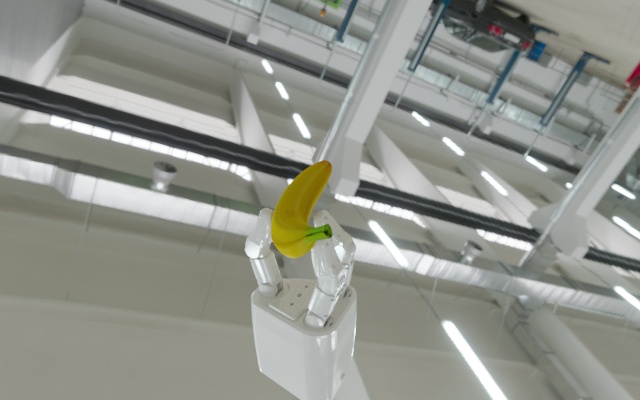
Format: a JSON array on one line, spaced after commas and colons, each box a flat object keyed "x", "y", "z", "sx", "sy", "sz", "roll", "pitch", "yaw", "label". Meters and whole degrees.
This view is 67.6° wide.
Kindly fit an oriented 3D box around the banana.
[{"x": -0.017, "y": 0.010, "z": 0.495, "sx": 0.069, "sy": 0.037, "sz": 0.197, "roll": -21, "pitch": 22, "yaw": 9, "label": "banana"}]
